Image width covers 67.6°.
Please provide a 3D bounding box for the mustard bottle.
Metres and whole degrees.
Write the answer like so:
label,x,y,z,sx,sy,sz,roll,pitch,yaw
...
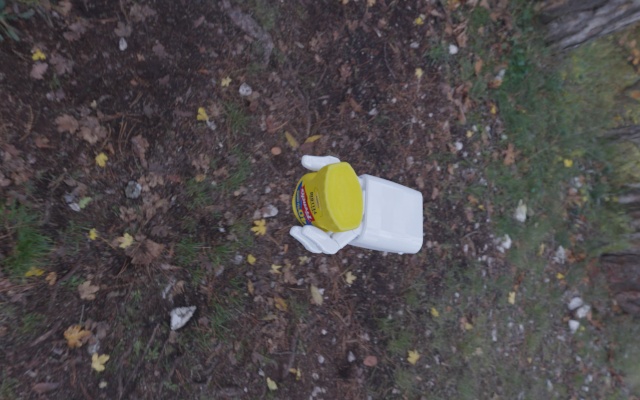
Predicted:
label,x,y,z,sx,sy,sz,roll,pitch,yaw
mustard bottle,0.000,0.002,0.734,0.058,0.096,0.191,-12,-1,-21
